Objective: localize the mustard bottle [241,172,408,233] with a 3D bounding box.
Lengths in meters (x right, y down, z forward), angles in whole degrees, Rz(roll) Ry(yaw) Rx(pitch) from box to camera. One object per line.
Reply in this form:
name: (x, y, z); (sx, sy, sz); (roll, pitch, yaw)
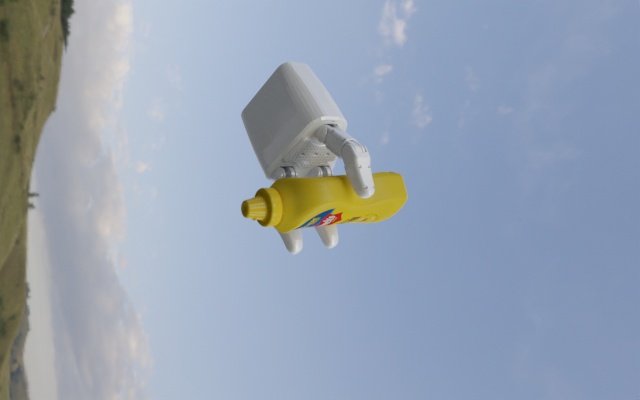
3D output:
mustard bottle: (0.000, 0.002, 0.537); (0.191, 0.058, 0.096); (-4, -12, -36)
